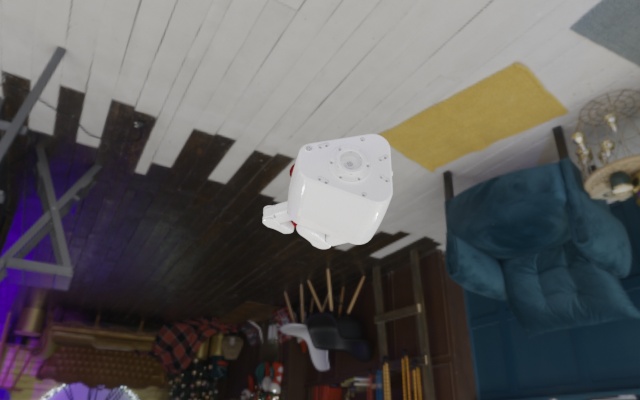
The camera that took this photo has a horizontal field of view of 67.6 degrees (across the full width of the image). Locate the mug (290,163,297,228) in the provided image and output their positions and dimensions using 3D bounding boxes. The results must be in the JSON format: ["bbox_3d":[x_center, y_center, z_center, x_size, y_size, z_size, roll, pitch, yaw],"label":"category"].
[{"bbox_3d":[0.000,0.003,0.676,0.093,0.081,0.117,4,-28,-5],"label":"mug"}]
